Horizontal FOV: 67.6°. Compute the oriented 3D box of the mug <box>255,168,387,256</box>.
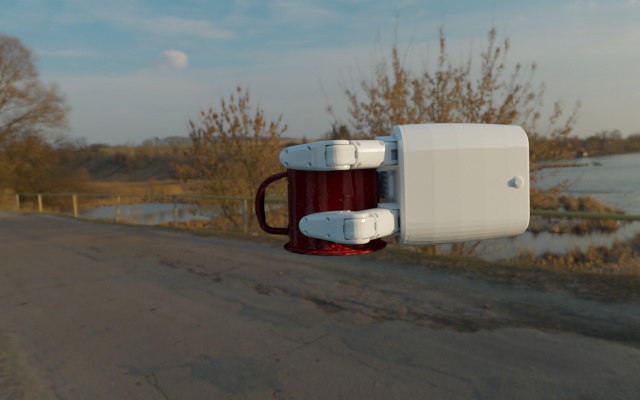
[{"bbox_3d":[-0.001,0.001,0.427,0.117,0.081,0.093,-2,4,-1],"label":"mug"}]
